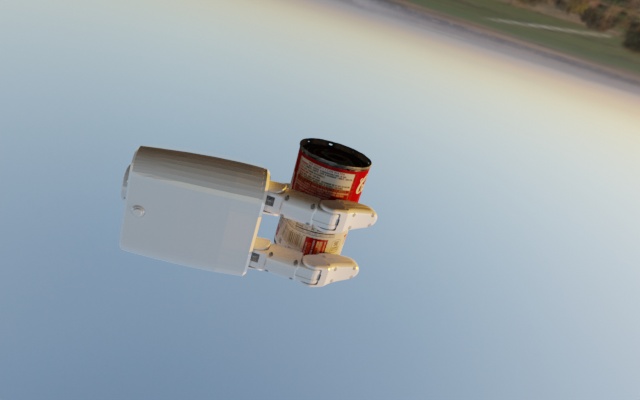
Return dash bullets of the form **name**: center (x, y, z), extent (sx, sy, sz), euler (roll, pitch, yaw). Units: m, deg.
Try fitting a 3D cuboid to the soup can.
- **soup can**: center (0.000, 0.002, 0.447), extent (0.068, 0.102, 0.068), euler (15, 21, -6)
